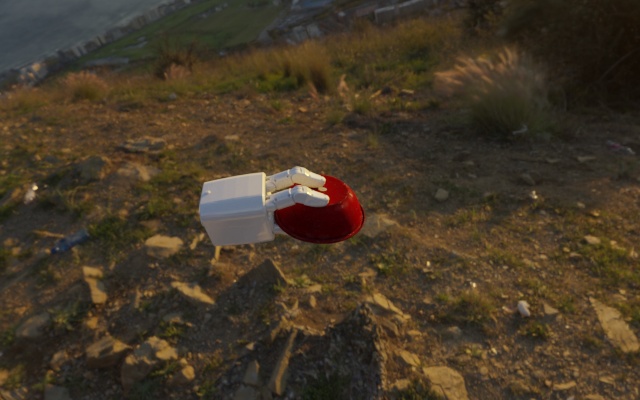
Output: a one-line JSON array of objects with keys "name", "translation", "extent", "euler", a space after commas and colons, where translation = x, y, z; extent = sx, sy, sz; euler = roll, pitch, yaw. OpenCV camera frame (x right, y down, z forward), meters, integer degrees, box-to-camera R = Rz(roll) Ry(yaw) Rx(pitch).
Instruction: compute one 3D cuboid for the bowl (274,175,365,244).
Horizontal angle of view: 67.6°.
[{"name": "bowl", "translation": [0.001, 0.002, 0.828], "extent": [0.162, 0.055, 0.162], "euler": [3, 36, -2]}]
